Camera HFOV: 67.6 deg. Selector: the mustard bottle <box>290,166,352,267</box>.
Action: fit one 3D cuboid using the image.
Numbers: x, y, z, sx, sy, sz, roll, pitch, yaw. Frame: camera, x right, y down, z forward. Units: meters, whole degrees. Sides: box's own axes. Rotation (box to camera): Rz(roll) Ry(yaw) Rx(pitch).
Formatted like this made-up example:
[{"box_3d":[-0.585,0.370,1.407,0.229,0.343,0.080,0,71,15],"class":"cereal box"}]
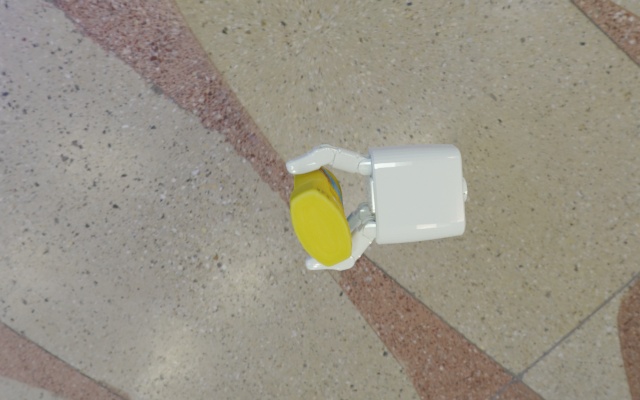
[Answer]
[{"box_3d":[0.000,0.002,0.612,0.058,0.096,0.191,-28,17,9],"class":"mustard bottle"}]
